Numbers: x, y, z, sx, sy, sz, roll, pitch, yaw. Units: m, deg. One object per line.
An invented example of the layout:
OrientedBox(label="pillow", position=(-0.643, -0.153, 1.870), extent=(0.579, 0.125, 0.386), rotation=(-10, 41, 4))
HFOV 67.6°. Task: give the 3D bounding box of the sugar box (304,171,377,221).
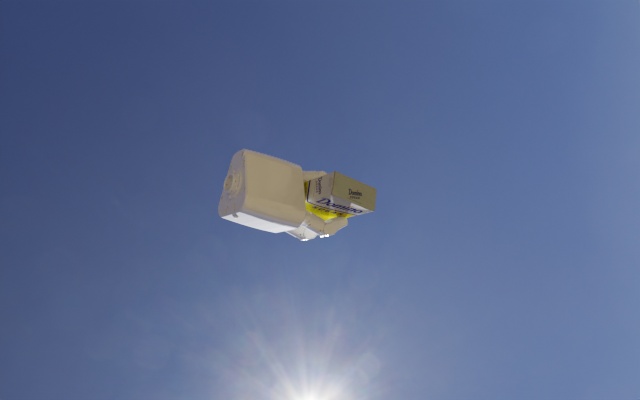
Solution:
OrientedBox(label="sugar box", position=(0.000, 0.003, 0.804), extent=(0.093, 0.048, 0.176), rotation=(21, -21, -34))
